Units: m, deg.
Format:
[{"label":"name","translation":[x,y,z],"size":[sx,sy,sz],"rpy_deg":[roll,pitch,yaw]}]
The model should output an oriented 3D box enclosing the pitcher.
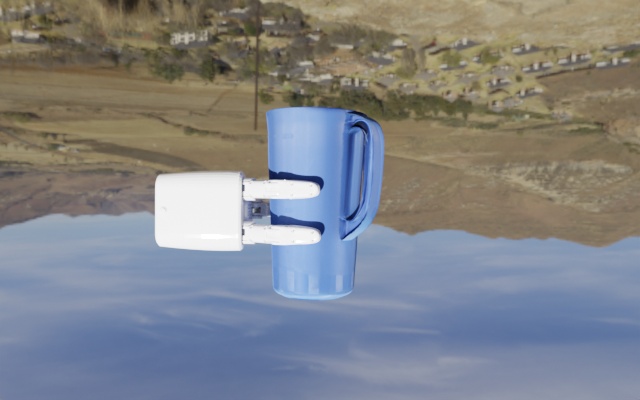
[{"label":"pitcher","translation":[0.000,0.002,0.623],"size":[0.145,0.243,0.149],"rpy_deg":[1,2,-1]}]
